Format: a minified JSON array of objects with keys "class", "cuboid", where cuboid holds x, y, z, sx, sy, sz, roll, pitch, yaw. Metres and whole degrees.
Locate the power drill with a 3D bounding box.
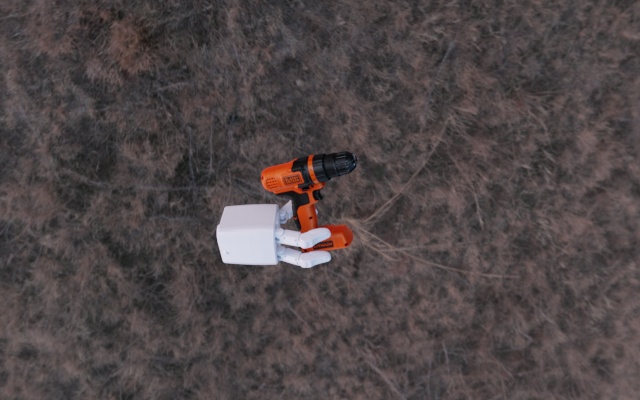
[{"class":"power drill","cuboid":[0.000,0.003,0.896,0.184,0.188,0.057,-10,25,21]}]
